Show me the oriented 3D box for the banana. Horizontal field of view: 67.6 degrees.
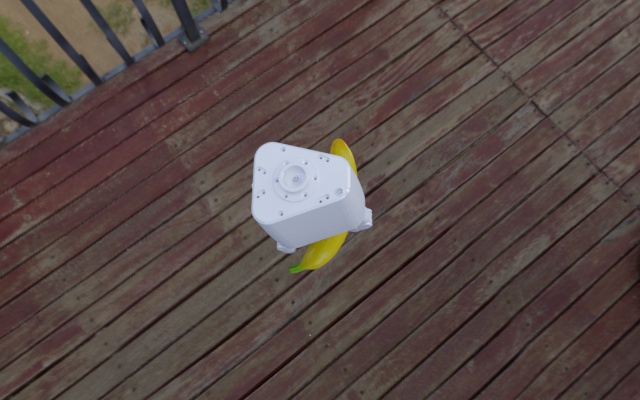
[{"bbox_3d":[0.015,0.009,0.639,0.069,0.197,0.037,15,-11,29],"label":"banana"}]
